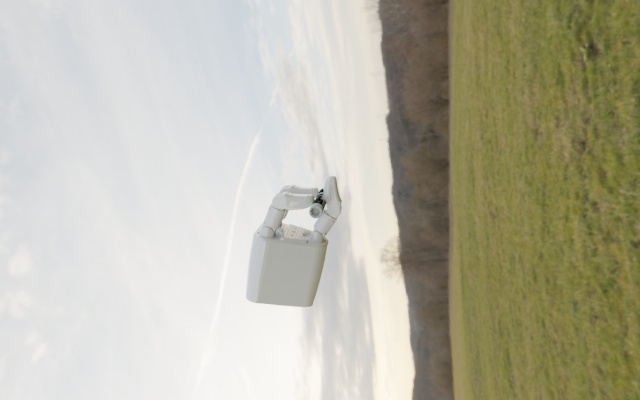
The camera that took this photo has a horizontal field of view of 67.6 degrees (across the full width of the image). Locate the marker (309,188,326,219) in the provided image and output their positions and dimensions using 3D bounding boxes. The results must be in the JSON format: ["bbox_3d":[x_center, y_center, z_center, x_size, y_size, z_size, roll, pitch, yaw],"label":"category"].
[{"bbox_3d":[0.000,0.002,0.707,0.020,0.020,0.121,0,13,6],"label":"marker"}]
